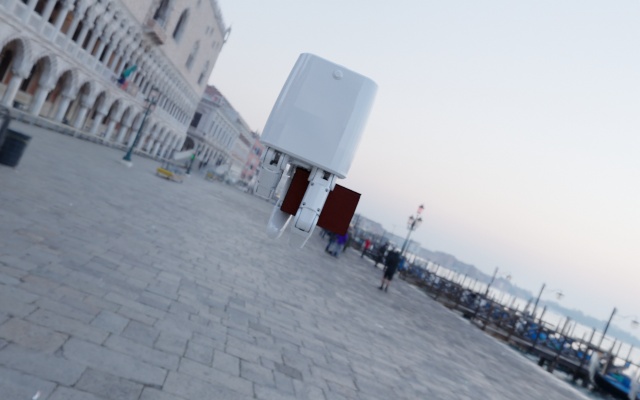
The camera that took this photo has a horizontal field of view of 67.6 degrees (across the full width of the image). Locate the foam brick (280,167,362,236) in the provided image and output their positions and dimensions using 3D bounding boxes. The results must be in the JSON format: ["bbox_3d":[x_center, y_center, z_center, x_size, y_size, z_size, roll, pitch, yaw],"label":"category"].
[{"bbox_3d":[0.000,0.002,0.531,0.078,0.051,0.053,23,-2,-2],"label":"foam brick"}]
